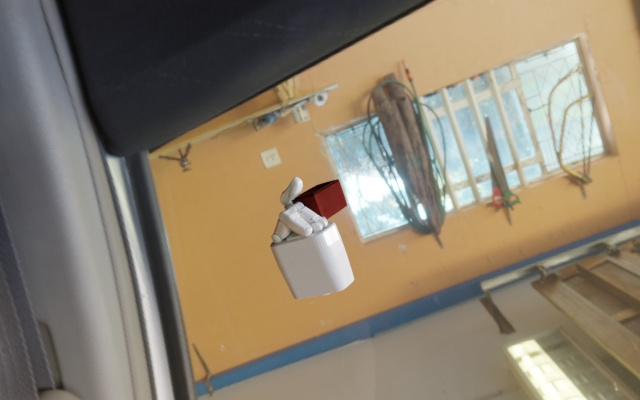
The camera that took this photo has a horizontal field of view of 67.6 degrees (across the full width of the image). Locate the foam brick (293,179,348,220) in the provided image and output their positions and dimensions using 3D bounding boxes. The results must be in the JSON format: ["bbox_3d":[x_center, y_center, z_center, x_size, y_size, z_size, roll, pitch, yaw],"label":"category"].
[{"bbox_3d":[0.000,0.003,0.837,0.053,0.051,0.078,-12,13,42],"label":"foam brick"}]
